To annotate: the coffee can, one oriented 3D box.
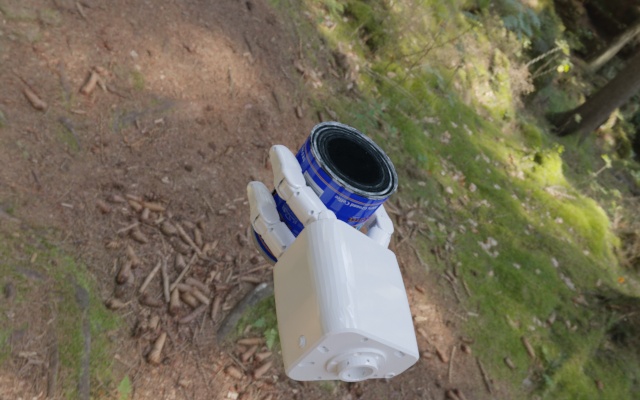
[{"bbox_3d":[0.000,0.002,0.512,0.103,0.102,0.140,0,-39,-39],"label":"coffee can"}]
